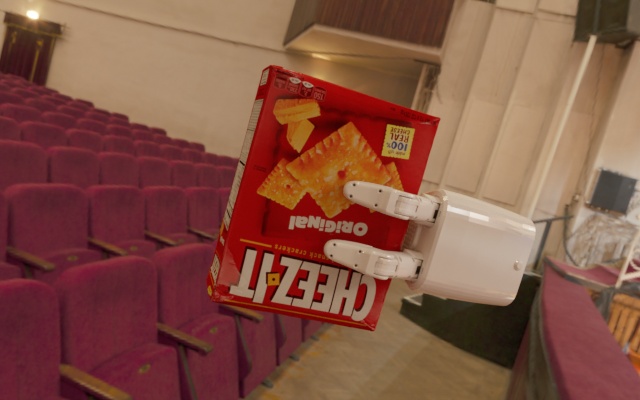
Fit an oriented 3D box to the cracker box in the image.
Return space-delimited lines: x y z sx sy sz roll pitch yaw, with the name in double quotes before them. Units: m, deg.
"cracker box" 0.000 0.001 0.451 0.164 0.214 0.072 14 5 -16
